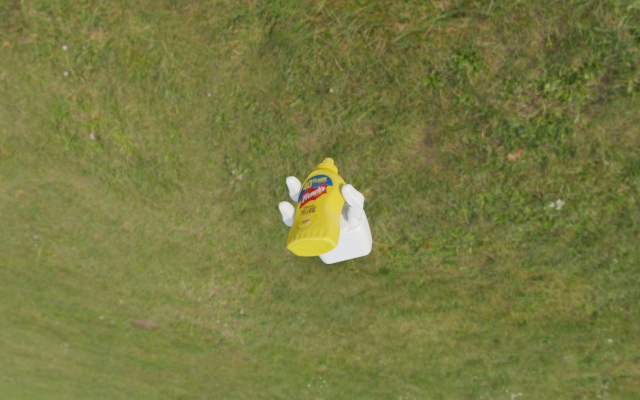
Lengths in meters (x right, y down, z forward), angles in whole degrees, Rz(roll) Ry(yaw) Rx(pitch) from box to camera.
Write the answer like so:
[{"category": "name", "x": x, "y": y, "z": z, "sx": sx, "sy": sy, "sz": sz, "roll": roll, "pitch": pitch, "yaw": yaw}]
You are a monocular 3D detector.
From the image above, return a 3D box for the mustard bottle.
[{"category": "mustard bottle", "x": 0.000, "y": 0.003, "z": 0.859, "sx": 0.096, "sy": 0.191, "sz": 0.058, "roll": -18, "pitch": -43, "yaw": 37}]
